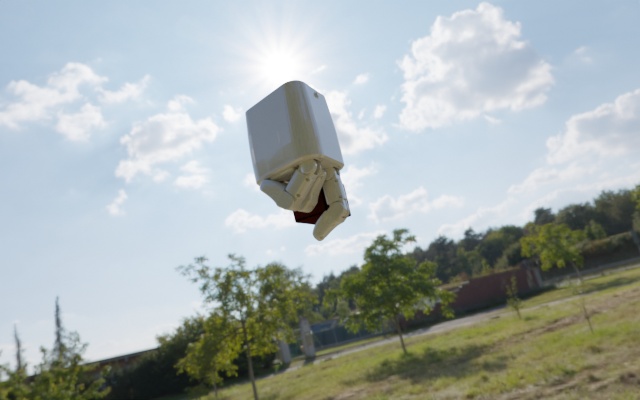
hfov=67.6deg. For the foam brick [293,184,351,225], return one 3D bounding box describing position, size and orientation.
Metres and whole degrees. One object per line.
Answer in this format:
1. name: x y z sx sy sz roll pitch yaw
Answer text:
1. foam brick: 0.000 0.002 0.664 0.053 0.051 0.078 -19 -15 24
